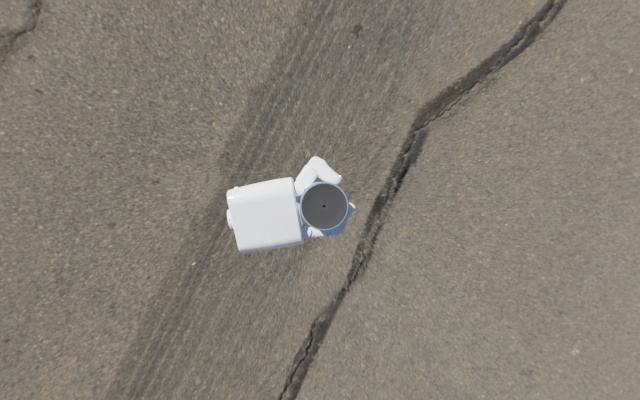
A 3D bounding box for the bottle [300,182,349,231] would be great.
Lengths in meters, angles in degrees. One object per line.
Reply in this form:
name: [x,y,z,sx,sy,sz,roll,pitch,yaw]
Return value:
bottle: [0.000,0.003,0.789,0.069,0.069,0.295,0,2,-2]
